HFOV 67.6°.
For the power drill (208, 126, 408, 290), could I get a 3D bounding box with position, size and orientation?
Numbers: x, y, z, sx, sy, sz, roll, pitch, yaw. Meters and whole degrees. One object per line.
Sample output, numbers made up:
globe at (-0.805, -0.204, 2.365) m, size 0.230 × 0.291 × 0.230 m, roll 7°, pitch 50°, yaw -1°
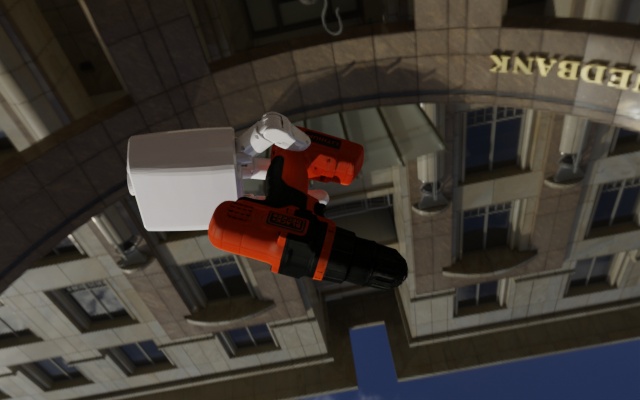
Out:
power drill at (0.000, 0.001, 0.487) m, size 0.184 × 0.057 × 0.187 m, roll 17°, pitch 37°, yaw -2°
